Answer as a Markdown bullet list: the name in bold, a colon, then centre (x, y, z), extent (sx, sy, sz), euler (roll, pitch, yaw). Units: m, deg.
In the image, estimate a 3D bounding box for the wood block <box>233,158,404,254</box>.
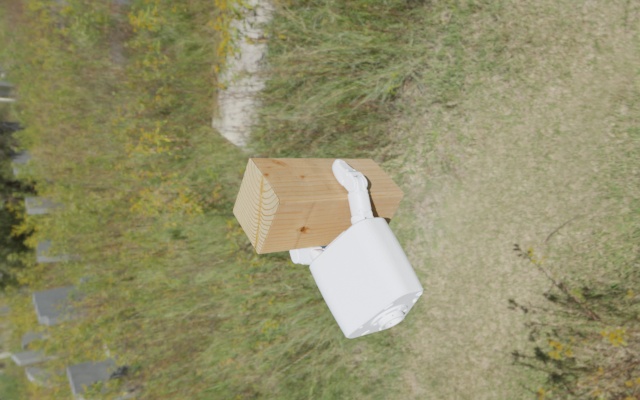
- **wood block**: centre (0.000, 0.002, 0.656), extent (0.206, 0.091, 0.090), euler (-3, 41, -36)
